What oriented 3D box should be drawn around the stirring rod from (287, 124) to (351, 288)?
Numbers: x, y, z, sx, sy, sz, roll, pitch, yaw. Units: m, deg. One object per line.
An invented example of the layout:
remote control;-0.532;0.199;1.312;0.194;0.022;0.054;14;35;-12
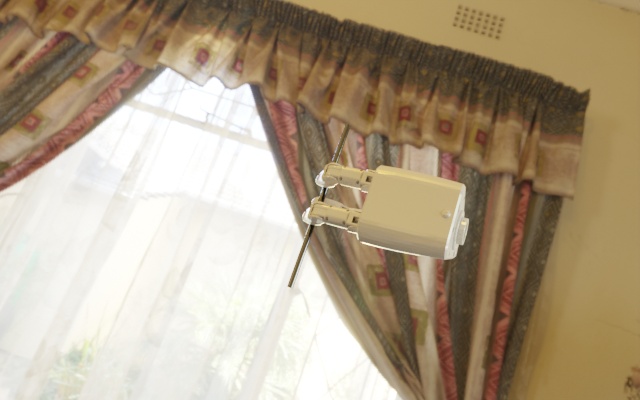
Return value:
stirring rod;0.000;0.002;0.641;0.011;0.239;0.011;18;-16;6
